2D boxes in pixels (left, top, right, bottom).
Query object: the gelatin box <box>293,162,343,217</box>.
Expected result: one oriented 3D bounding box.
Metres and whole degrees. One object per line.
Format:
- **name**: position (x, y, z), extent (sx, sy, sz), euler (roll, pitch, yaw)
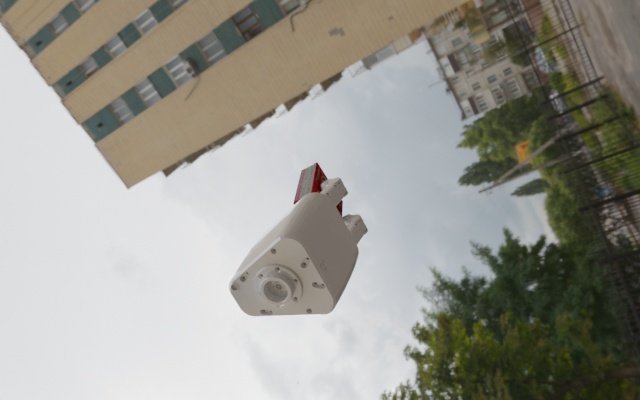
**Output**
- **gelatin box**: position (0.000, 0.002, 0.636), extent (0.030, 0.073, 0.089), euler (-25, 26, 19)
